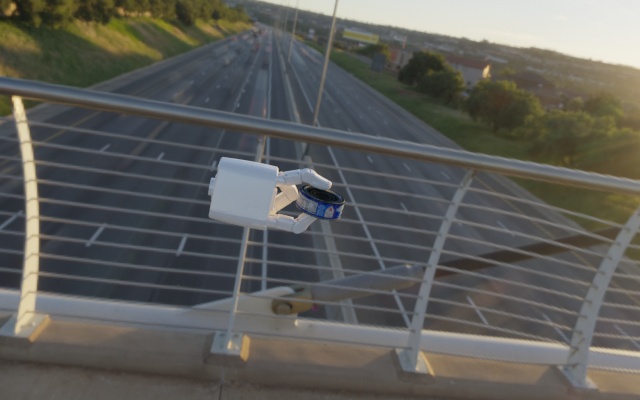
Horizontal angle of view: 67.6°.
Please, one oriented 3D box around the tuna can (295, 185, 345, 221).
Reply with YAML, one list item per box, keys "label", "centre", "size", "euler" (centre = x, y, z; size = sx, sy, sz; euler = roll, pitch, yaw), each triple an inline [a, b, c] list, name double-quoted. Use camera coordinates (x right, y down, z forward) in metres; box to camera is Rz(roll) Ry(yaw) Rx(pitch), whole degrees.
- label: "tuna can"
  centre: [0.000, 0.002, 0.865]
  size: [0.086, 0.034, 0.086]
  euler: [16, 18, -5]
